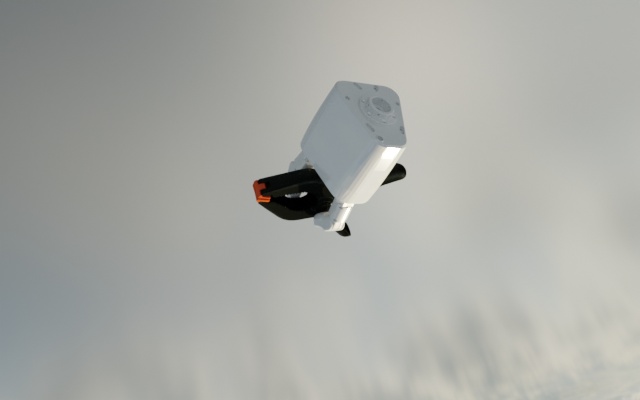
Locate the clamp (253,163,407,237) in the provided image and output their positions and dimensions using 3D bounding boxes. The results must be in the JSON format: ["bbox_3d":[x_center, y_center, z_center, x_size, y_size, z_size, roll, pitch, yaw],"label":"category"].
[{"bbox_3d":[0.000,0.003,0.677,0.210,0.036,0.165,0,-39,-28],"label":"clamp"}]
